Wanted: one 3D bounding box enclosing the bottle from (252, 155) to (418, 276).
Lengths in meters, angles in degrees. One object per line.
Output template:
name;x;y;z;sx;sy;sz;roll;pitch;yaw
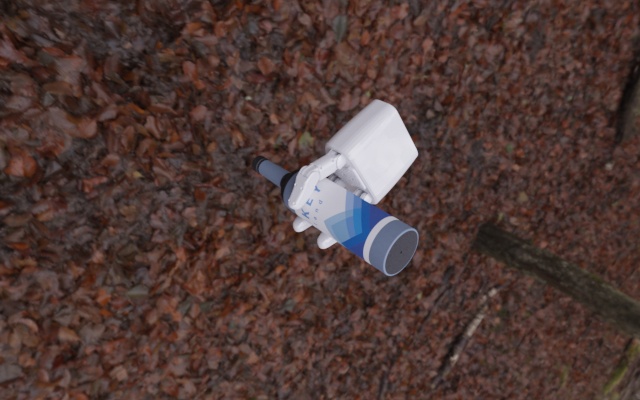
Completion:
bottle;0.000;0.002;0.674;0.295;0.069;0.069;32;21;37
